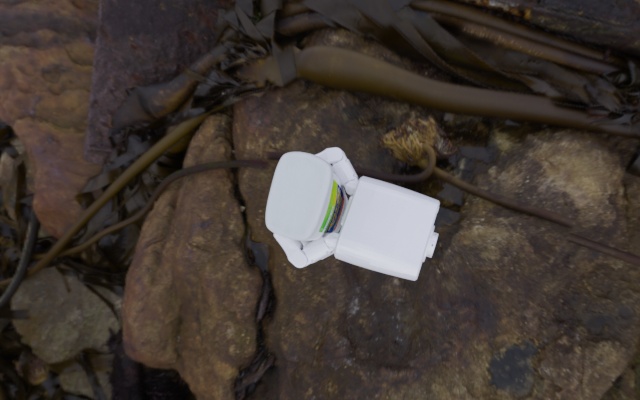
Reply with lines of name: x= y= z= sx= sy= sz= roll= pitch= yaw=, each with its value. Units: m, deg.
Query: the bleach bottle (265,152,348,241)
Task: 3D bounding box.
bleach bottle: x=0.000 y=0.002 z=0.653 sx=0.068 sy=0.102 sz=0.251 roll=16 pitch=1 yaw=13
